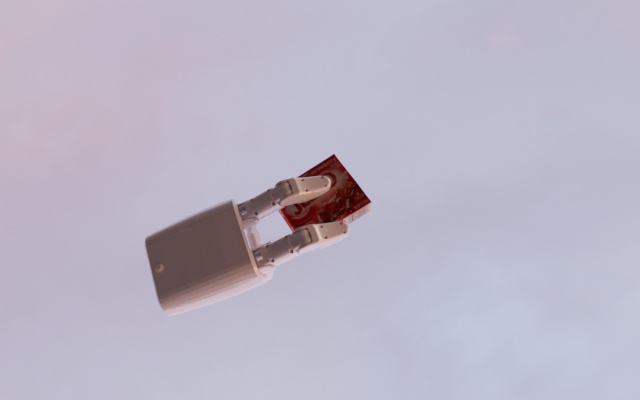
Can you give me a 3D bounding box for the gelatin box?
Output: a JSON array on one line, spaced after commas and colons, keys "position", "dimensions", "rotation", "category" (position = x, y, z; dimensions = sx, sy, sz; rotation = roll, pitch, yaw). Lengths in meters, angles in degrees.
[{"position": [0.000, 0.002, 0.530], "dimensions": [0.089, 0.073, 0.030], "rotation": [-32, -22, -10], "category": "gelatin box"}]
